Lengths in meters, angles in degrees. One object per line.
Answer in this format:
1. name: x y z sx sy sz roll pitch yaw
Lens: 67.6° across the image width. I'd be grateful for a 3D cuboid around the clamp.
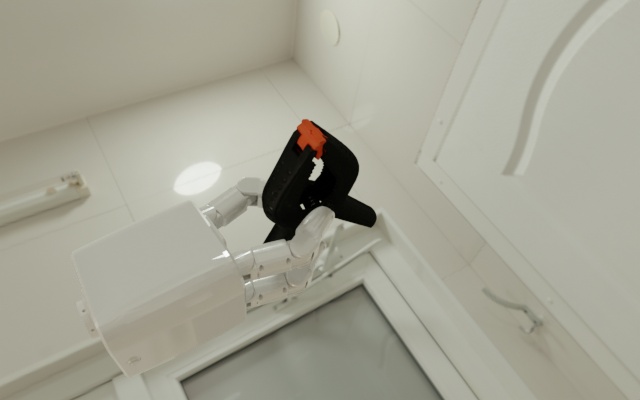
1. clamp: -0.001 0.001 0.451 0.164 0.036 0.210 -26 -29 -24
